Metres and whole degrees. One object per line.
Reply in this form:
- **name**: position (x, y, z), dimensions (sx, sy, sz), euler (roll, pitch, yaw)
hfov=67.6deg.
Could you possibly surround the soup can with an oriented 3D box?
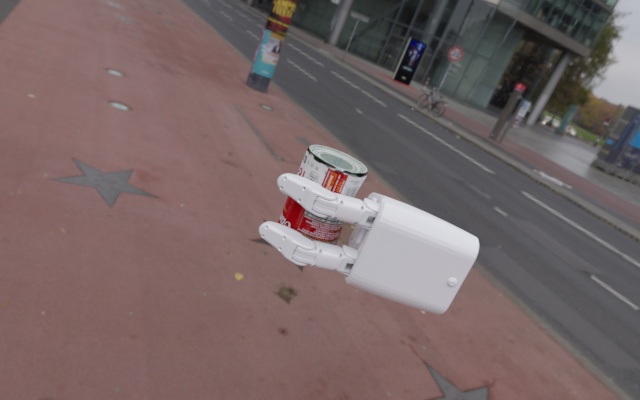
- **soup can**: position (0.000, 0.001, 0.499), dimensions (0.068, 0.102, 0.068), euler (20, 20, -8)
